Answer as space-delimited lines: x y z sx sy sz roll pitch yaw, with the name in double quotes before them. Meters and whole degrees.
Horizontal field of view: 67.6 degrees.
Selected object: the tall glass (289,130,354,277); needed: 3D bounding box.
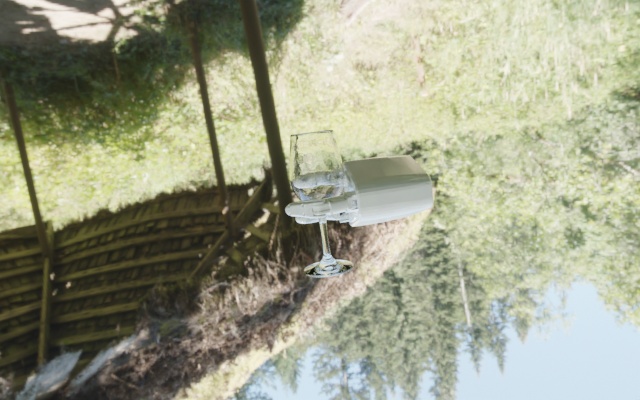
"tall glass" 0.000 0.003 0.683 0.079 0.201 0.079 -7 9 1
